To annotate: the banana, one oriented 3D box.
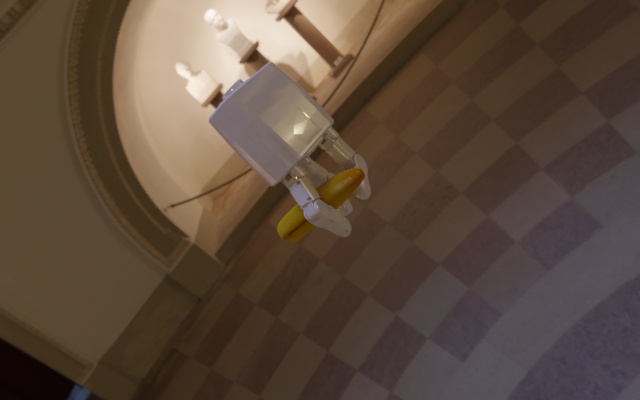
[{"bbox_3d":[-0.013,0.014,0.604,0.069,0.037,0.198,-43,1,-32],"label":"banana"}]
